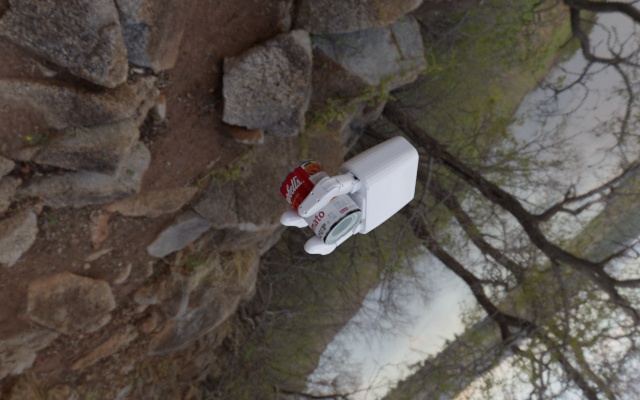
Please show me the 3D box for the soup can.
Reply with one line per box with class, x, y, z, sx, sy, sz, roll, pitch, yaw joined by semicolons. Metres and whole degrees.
soup can;0.000;0.003;0.655;0.102;0.068;0.068;48;22;21
